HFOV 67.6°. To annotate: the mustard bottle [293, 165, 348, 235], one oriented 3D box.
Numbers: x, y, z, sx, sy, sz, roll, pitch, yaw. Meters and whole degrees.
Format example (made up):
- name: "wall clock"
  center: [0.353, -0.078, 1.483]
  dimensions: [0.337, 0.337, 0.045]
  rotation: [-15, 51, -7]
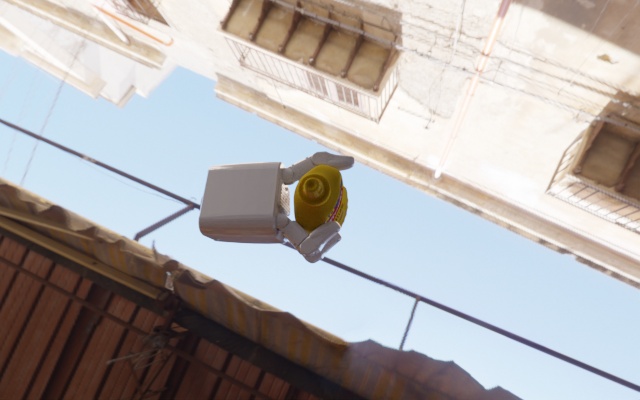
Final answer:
- name: "mustard bottle"
  center: [0.000, 0.002, 0.667]
  dimensions: [0.058, 0.096, 0.192]
  rotation: [23, -9, 12]
